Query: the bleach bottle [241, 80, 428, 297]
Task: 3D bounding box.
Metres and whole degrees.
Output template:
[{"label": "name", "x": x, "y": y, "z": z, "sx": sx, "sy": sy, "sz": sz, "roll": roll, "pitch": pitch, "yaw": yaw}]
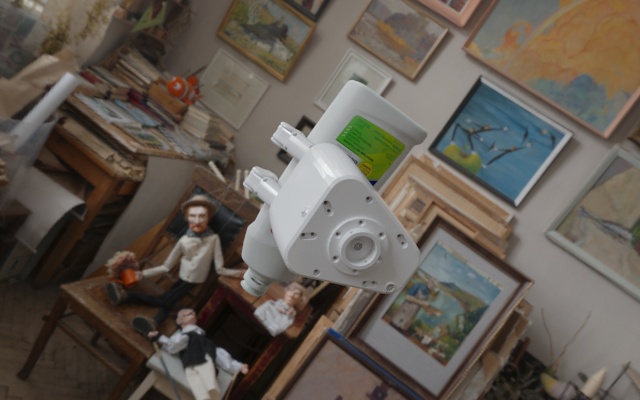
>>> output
[{"label": "bleach bottle", "x": 0.000, "y": 0.002, "z": 0.517, "sx": 0.102, "sy": 0.251, "sz": 0.068, "roll": 31, "pitch": 10, "yaw": -19}]
